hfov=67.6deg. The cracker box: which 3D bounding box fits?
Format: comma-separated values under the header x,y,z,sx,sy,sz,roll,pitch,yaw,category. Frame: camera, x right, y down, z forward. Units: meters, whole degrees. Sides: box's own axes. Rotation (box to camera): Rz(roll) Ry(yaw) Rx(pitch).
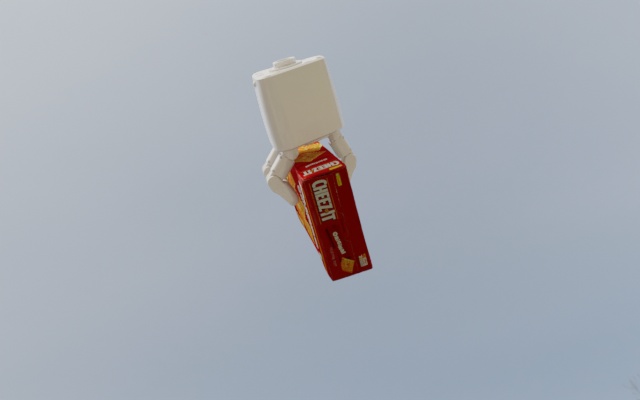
x,y,z,sx,sy,sz,roll,pitch,yaw,category
0.000,0.002,0.745,0.072,0.164,0.213,-19,22,-6,cracker box
